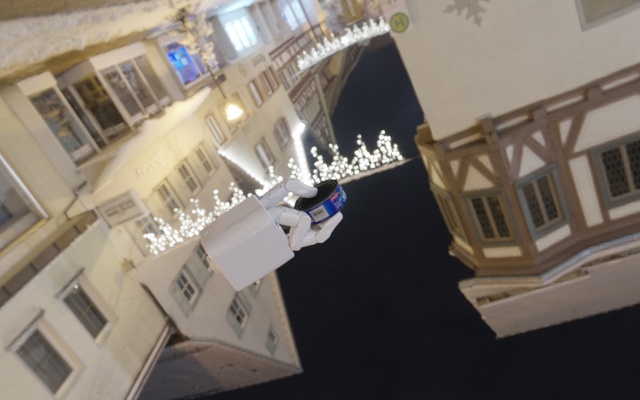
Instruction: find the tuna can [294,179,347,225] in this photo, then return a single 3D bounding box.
[{"bbox_3d":[0.000,0.003,0.792,0.086,0.034,0.086,-28,22,13],"label":"tuna can"}]
